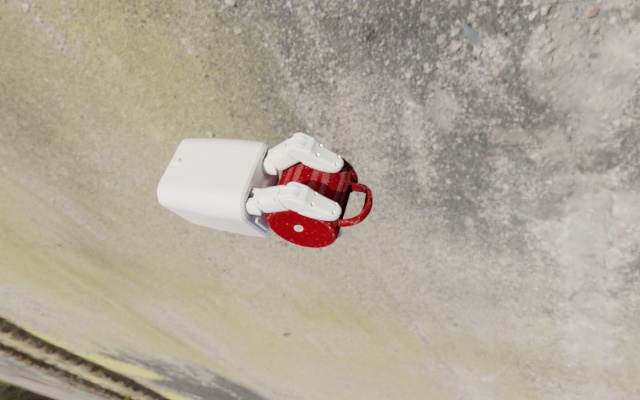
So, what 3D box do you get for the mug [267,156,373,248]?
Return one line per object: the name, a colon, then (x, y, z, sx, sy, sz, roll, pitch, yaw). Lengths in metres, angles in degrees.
mug: (0.001, 0.002, 0.535, 0.117, 0.081, 0.093, 7, -33, 16)
